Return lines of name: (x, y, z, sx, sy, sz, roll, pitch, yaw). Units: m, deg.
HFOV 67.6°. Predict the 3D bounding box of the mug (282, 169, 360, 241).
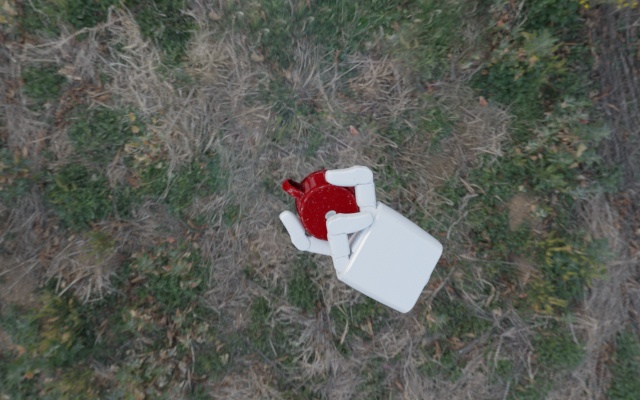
mug: (-0.001, 0.001, 0.668, 0.117, 0.093, 0.081, 30, 9, -9)
